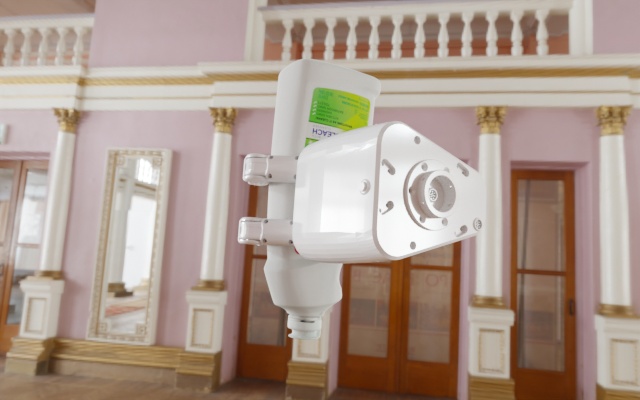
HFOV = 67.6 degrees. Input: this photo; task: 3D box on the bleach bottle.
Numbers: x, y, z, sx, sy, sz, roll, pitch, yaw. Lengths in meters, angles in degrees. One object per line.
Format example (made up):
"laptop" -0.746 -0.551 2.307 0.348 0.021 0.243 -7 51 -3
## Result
"bleach bottle" 0.000 0.001 0.455 0.102 0.251 0.068 8 -8 -31
